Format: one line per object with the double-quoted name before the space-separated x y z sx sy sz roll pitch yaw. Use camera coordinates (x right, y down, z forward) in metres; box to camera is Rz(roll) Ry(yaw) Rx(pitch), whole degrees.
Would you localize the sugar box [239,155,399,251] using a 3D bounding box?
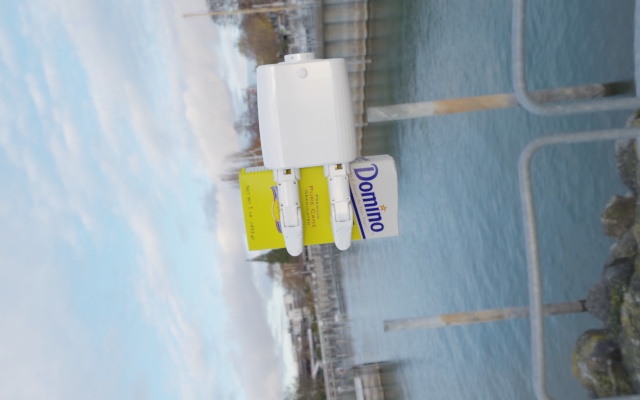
"sugar box" 0.000 0.002 0.551 0.176 0.093 0.048 -6 14 -2
